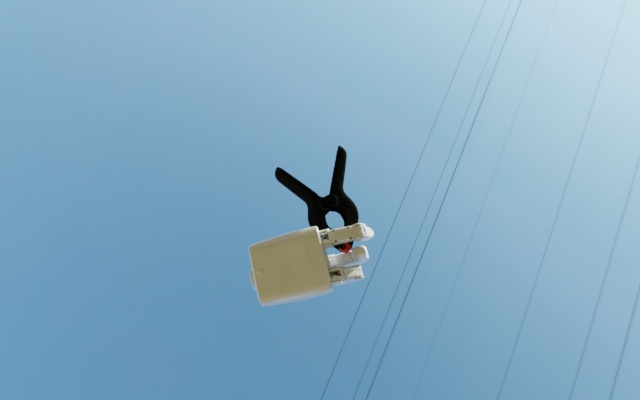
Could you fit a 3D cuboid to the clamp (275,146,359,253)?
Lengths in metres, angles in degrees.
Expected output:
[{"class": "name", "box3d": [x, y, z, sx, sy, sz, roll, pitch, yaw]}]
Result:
[{"class": "clamp", "box3d": [0.000, 0.003, 0.749, 0.120, 0.171, 0.039, -13, -17, -2]}]
